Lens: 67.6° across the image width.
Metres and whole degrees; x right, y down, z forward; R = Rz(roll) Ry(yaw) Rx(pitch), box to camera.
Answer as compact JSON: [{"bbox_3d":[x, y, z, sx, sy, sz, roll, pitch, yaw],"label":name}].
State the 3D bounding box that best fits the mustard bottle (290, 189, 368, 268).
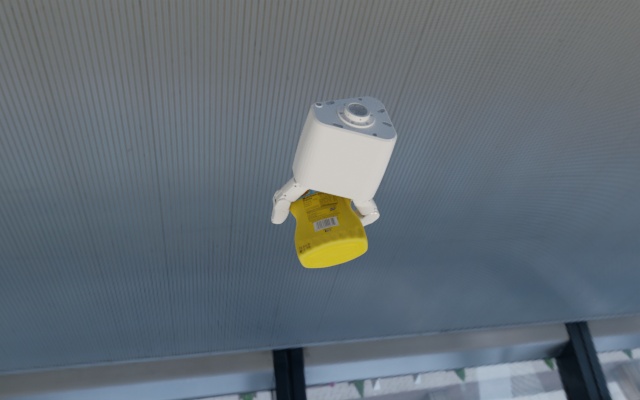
[{"bbox_3d":[0.000,0.003,0.698,0.096,0.191,0.058,-16,-40,2],"label":"mustard bottle"}]
